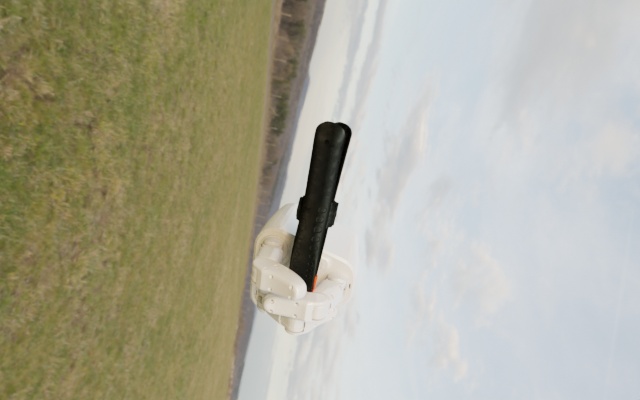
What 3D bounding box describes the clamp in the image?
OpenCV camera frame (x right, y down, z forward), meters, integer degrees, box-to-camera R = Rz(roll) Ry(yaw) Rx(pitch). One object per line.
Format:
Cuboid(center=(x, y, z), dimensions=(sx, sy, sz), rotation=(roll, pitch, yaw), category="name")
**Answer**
Cuboid(center=(0.001, 0.002, 0.456), dimensions=(0.039, 0.171, 0.120), rotation=(18, 20, 9), category="clamp")
